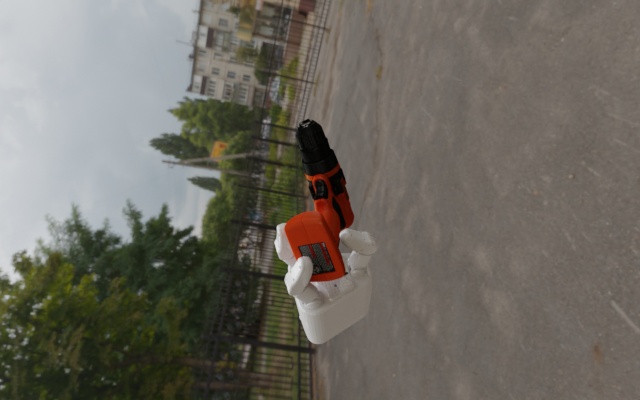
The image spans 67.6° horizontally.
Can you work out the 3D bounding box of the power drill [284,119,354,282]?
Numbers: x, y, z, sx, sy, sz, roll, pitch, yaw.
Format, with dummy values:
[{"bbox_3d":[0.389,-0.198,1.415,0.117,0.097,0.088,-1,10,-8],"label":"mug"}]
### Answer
[{"bbox_3d":[0.000,0.003,0.649,0.057,0.184,0.187,-12,31,17],"label":"power drill"}]
